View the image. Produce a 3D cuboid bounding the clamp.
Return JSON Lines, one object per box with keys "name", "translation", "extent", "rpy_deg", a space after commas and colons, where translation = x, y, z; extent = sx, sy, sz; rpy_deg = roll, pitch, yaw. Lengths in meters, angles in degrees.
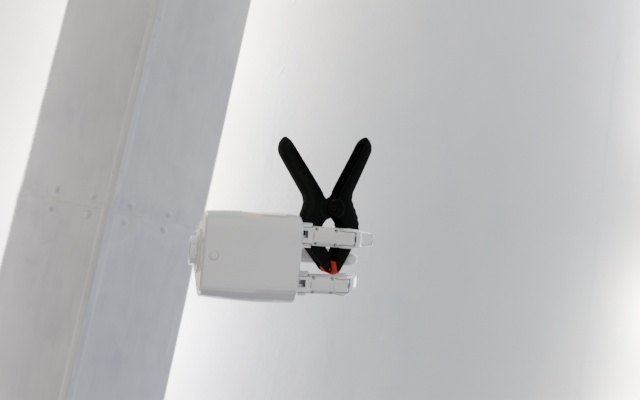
{"name": "clamp", "translation": [0.000, 0.002, 0.569], "extent": [0.120, 0.171, 0.039], "rpy_deg": [6, -2, -20]}
